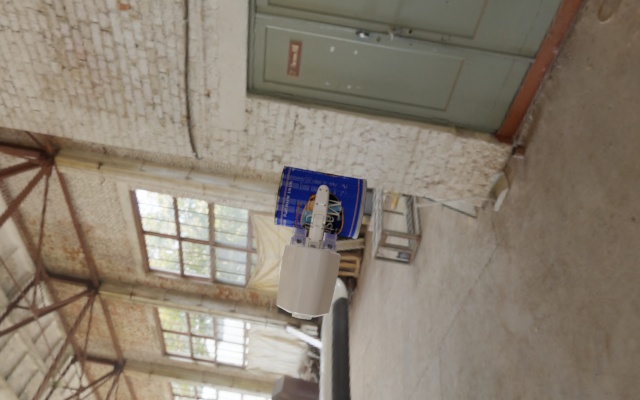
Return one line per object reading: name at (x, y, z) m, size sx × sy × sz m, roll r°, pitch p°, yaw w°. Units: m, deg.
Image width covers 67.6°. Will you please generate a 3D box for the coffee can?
coffee can at (0.000, 0.002, 0.806) m, size 0.140 × 0.103 × 0.103 m, roll 10°, pitch 0°, yaw -1°
